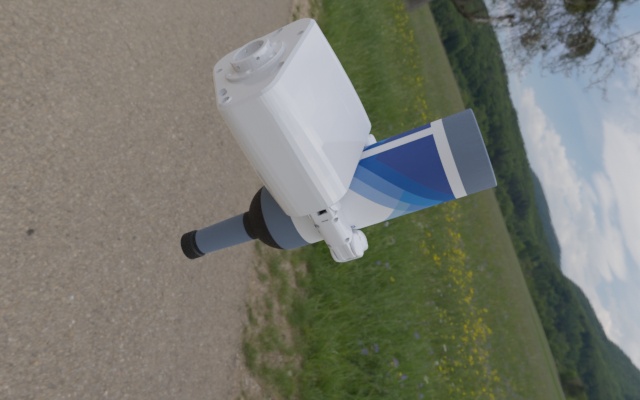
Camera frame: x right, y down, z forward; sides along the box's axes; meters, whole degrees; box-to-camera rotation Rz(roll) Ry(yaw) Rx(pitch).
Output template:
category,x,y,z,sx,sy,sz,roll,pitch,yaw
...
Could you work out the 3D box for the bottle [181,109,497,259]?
category,x,y,z,sx,sy,sz,roll,pitch,yaw
bottle,0.000,0.001,0.433,0.296,0.069,0.069,-19,-6,19
